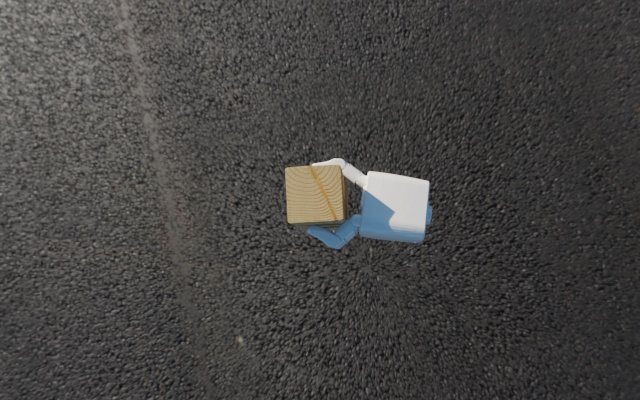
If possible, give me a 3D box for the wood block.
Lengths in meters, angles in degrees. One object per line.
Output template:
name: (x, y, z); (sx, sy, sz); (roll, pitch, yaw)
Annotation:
wood block: (0.001, 0.002, 0.843); (0.090, 0.091, 0.206); (-3, -8, 5)
